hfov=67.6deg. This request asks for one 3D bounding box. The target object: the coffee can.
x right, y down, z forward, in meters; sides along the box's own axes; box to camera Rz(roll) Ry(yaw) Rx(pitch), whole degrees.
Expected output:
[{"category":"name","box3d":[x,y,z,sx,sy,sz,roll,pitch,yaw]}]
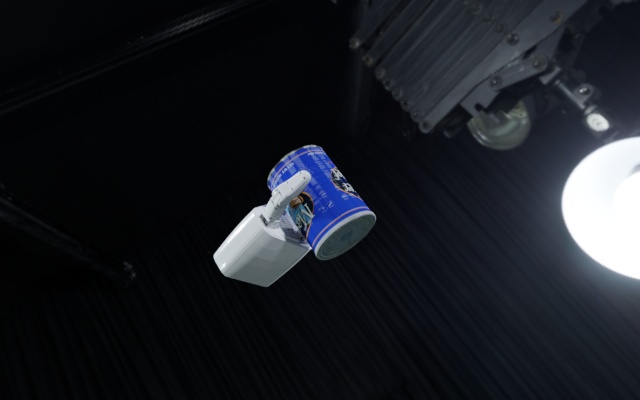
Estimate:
[{"category":"coffee can","box3d":[0.000,0.002,0.710,0.103,0.140,0.103,-30,-25,-15]}]
